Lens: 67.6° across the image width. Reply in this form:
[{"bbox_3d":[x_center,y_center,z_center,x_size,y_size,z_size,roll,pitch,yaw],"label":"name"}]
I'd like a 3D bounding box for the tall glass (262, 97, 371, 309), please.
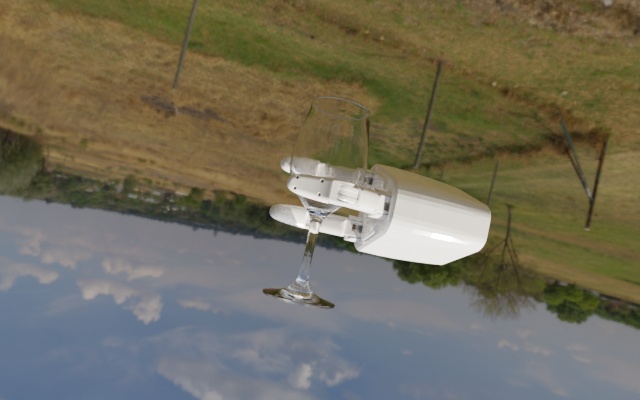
[{"bbox_3d":[0.000,0.002,0.483,0.079,0.201,0.079,12,-4,1],"label":"tall glass"}]
